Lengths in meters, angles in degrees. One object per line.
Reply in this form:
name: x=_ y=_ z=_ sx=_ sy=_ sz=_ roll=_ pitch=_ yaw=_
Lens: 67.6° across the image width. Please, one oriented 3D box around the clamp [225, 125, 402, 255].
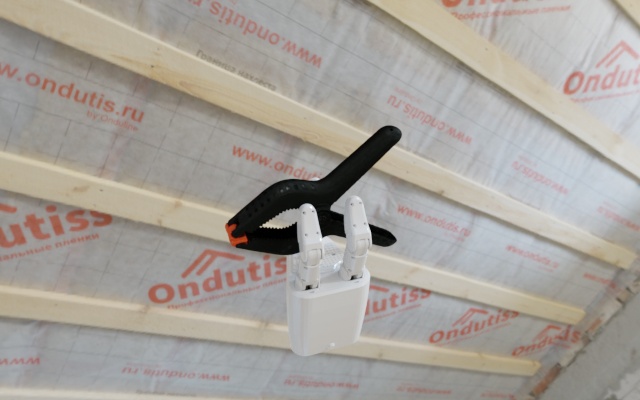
clamp: x=-0.001 y=0.002 z=0.528 sx=0.210 sy=0.165 sz=0.036 roll=-10 pitch=35 yaw=-19
